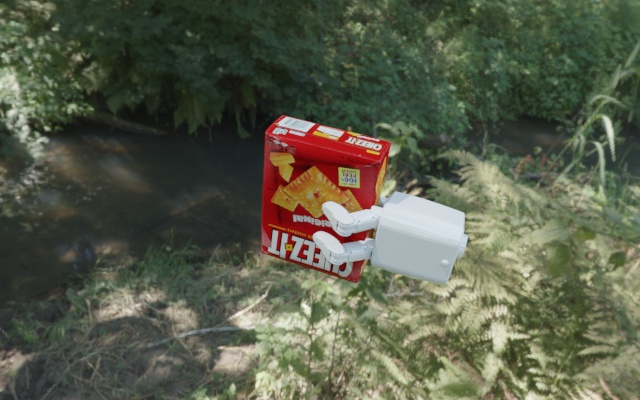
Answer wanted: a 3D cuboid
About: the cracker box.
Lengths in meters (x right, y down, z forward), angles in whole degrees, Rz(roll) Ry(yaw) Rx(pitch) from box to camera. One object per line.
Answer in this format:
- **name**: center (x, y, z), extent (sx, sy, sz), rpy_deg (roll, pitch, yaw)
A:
- **cracker box**: center (0.000, 0.002, 0.691), extent (0.164, 0.214, 0.072), rpy_deg (16, 35, 14)
